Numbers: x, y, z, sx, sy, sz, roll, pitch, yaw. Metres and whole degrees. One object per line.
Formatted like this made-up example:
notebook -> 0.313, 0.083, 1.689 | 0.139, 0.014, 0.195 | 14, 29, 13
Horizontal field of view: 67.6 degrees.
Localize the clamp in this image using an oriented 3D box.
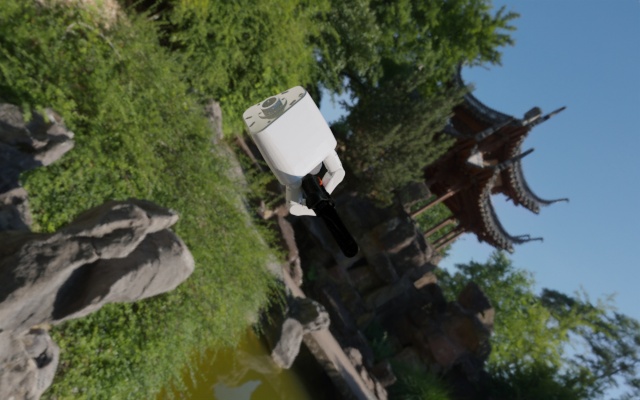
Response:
clamp -> 0.001, 0.002, 0.727 | 0.039, 0.120, 0.171 | -31, 37, 0
